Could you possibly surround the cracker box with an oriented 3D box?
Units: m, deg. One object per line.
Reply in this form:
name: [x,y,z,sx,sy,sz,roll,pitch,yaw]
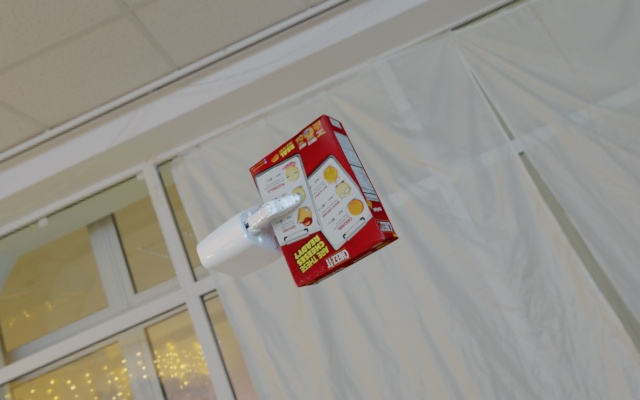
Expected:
cracker box: [0.000,0.002,0.744,0.164,0.213,0.072,-33,-18,25]
